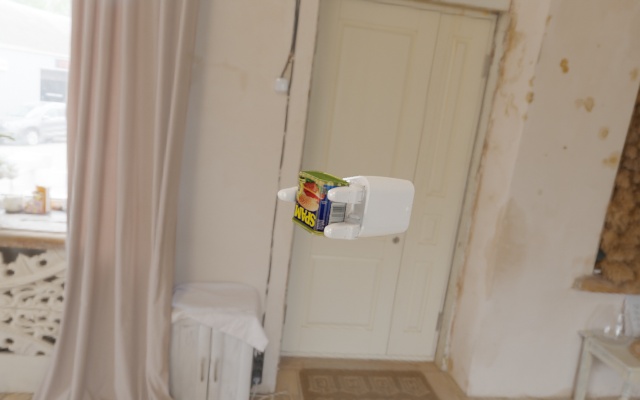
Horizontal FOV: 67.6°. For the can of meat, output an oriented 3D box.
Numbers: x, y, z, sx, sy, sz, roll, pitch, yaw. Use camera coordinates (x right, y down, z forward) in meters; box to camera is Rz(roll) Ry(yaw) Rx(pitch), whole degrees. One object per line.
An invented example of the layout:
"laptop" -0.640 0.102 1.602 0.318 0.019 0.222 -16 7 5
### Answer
"can of meat" 0.000 0.002 0.747 0.057 0.084 0.102 2 13 -30
